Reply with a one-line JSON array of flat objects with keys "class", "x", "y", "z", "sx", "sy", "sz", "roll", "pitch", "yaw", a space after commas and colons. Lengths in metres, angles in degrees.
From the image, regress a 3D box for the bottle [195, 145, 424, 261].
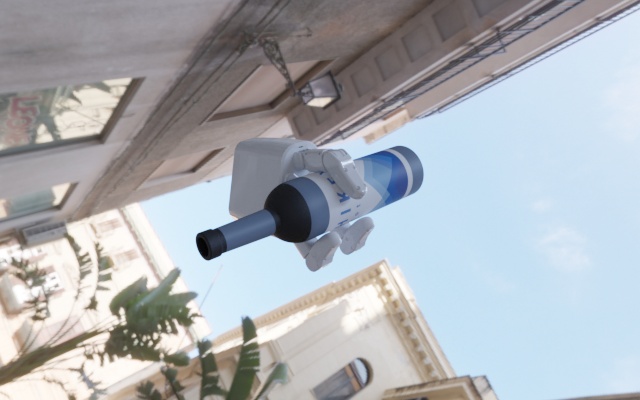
[{"class": "bottle", "x": 0.000, "y": 0.002, "z": 0.524, "sx": 0.295, "sy": 0.069, "sz": 0.069, "roll": -21, "pitch": 13, "yaw": -39}]
